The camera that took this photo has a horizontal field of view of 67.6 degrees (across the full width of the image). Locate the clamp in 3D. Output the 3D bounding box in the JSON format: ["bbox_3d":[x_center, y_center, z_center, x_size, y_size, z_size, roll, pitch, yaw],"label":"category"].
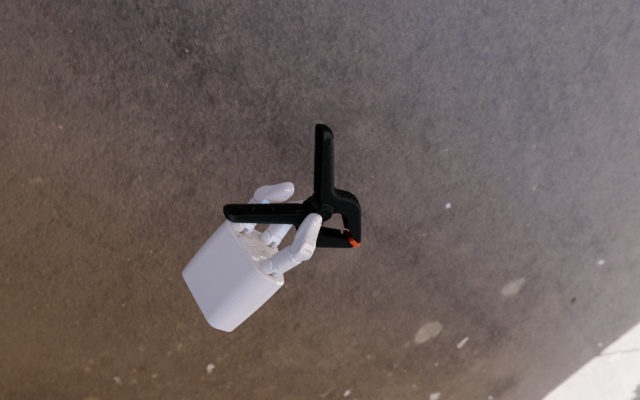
[{"bbox_3d":[0.001,0.003,0.626,0.210,0.164,0.036,33,18,-42],"label":"clamp"}]
